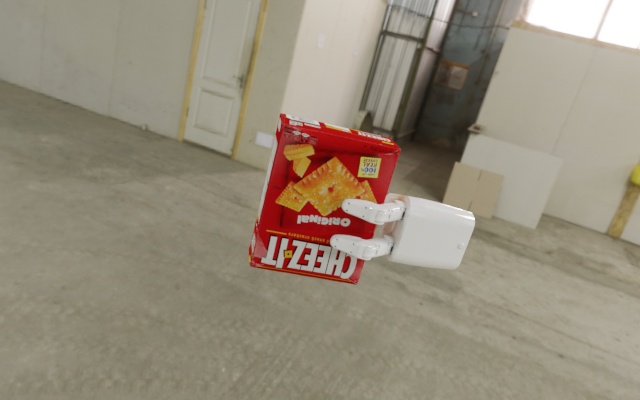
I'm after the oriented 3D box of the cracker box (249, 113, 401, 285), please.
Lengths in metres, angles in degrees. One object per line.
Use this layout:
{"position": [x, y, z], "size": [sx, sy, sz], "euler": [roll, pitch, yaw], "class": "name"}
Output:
{"position": [0.000, 0.002, 0.673], "size": [0.164, 0.214, 0.072], "euler": [12, 19, -11], "class": "cracker box"}
